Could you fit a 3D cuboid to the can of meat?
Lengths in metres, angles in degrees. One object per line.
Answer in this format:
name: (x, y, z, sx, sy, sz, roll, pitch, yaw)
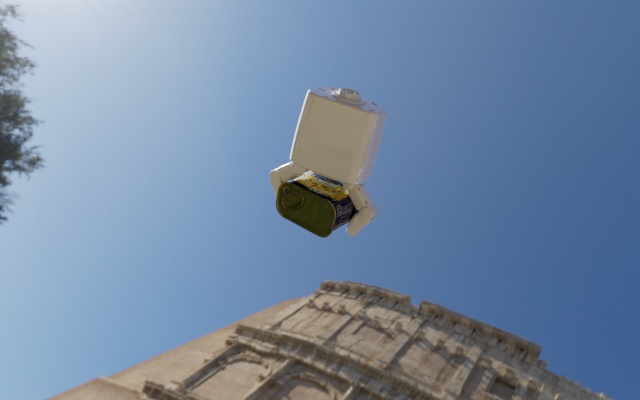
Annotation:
can of meat: (0.000, 0.002, 0.704, 0.102, 0.057, 0.084, 26, 28, 27)
